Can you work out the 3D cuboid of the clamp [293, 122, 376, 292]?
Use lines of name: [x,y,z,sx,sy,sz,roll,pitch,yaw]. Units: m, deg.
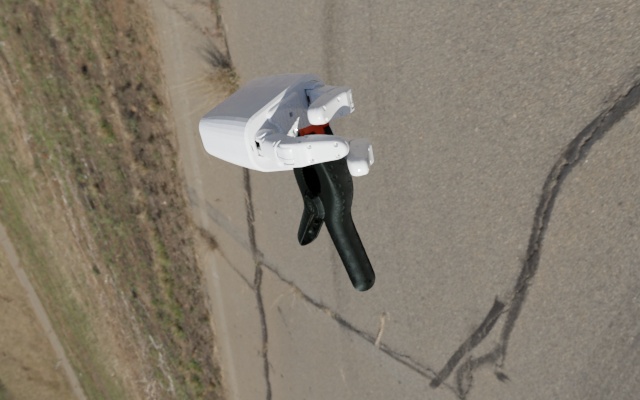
clamp: [0.000,0.002,0.482,0.039,0.171,0.120,-27,27,-32]
